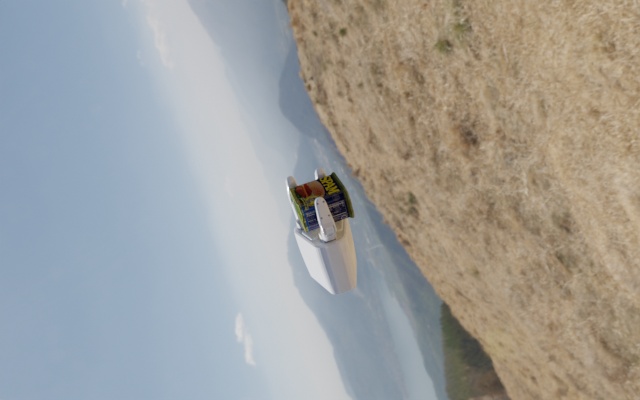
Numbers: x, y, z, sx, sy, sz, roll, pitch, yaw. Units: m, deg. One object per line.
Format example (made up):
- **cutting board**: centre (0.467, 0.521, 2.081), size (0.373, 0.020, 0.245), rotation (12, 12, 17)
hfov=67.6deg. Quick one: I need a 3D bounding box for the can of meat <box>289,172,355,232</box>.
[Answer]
- **can of meat**: centre (0.000, 0.003, 0.801), size (0.084, 0.057, 0.102), rotation (-19, 28, -6)
